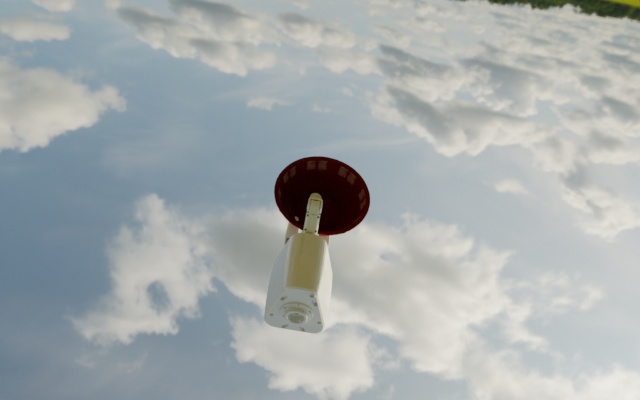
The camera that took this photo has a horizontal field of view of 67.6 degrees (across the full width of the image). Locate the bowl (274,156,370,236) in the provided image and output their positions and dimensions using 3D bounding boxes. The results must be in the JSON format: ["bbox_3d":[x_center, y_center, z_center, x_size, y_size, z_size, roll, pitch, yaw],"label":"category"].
[{"bbox_3d":[0.001,0.002,0.815,0.162,0.162,0.055,0,-34,-10],"label":"bowl"}]
